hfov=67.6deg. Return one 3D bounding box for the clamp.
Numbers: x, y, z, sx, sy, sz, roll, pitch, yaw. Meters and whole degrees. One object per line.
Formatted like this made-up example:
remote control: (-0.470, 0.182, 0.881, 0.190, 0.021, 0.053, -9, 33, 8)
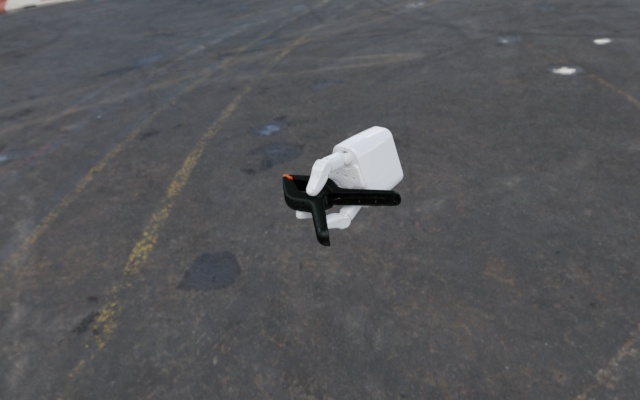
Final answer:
clamp: (0.000, 0.002, 0.773, 0.210, 0.036, 0.164, 20, 38, 38)
